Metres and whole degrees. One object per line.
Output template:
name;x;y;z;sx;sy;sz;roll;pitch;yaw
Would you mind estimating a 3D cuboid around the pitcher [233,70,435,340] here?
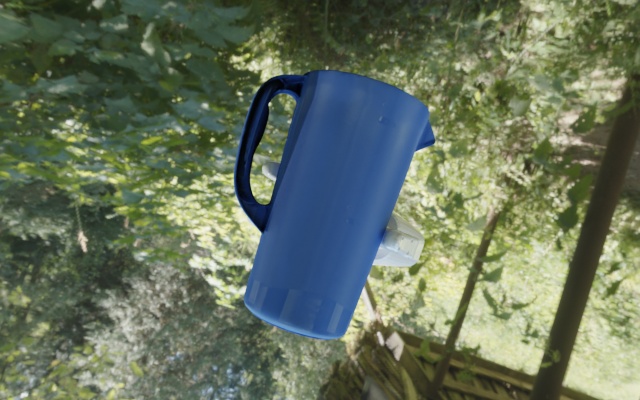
pitcher;0.000;0.002;0.475;0.149;0.243;0.145;17;-3;32
